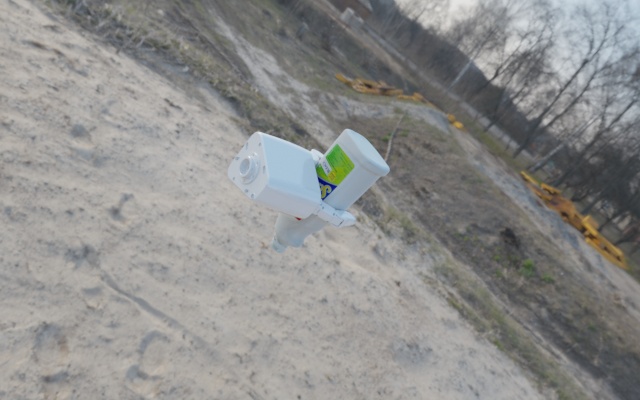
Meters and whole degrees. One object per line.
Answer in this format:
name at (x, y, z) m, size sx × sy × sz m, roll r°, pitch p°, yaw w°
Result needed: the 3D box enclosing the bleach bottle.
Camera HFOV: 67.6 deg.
bleach bottle at (0.000, 0.003, 0.818) m, size 0.068 × 0.251 × 0.102 m, roll 19°, pitch 31°, yaw -44°
